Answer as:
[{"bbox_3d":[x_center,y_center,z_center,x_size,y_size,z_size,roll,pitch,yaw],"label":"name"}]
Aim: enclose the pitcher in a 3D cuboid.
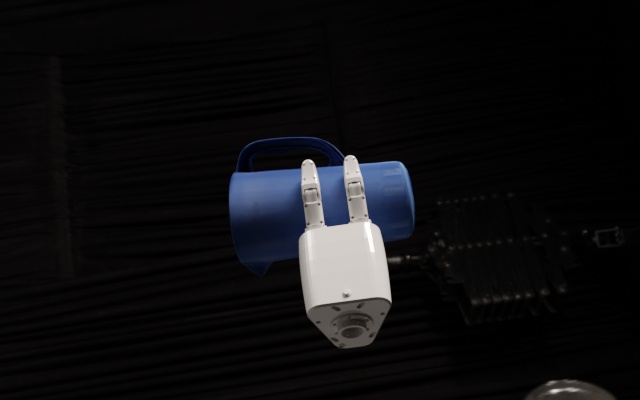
[{"bbox_3d":[0.000,0.002,0.663,0.243,0.149,0.145,-7,45,2],"label":"pitcher"}]
